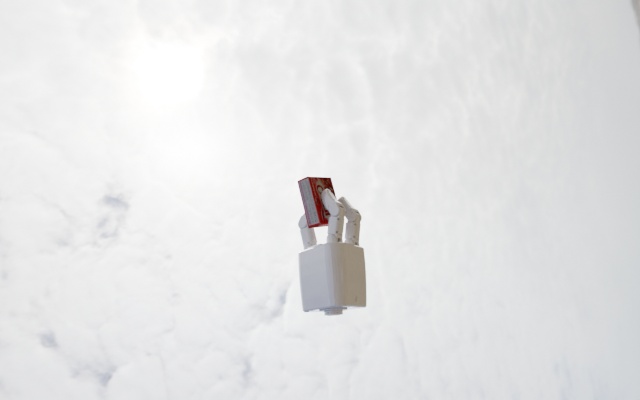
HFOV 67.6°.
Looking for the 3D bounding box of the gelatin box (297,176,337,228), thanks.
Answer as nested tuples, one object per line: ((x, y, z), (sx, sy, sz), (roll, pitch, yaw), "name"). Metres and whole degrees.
((0.000, 0.003, 0.853), (0.030, 0.089, 0.073), (-20, -10, 33), "gelatin box")
